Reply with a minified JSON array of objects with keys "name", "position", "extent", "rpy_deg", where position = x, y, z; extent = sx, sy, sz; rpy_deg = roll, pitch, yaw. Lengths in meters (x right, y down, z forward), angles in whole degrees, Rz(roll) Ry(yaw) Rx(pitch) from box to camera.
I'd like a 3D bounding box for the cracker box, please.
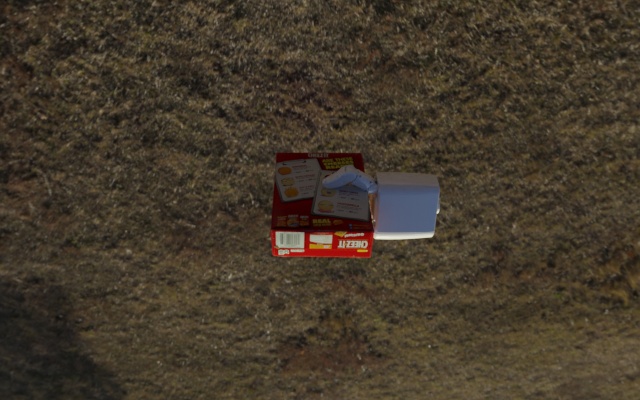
[{"name":"cracker box","position":[0.000,0.003,0.838],"extent":[0.164,0.072,0.213],"rpy_deg":[0,40,-2]}]
